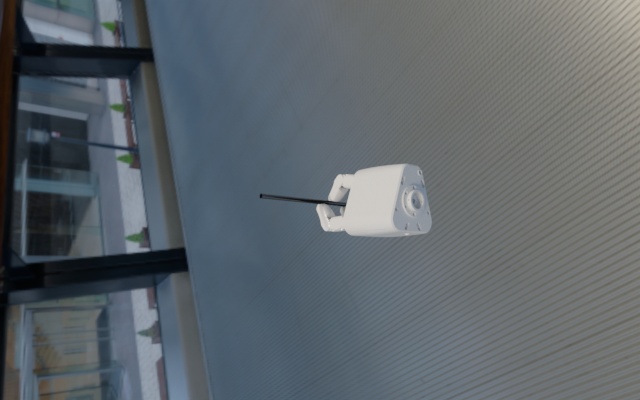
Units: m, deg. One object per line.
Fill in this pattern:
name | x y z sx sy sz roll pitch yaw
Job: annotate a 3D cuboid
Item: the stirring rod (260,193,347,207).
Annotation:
stirring rod | 0.000 0.003 0.834 0.239 0.011 0.011 6 -4 -37
